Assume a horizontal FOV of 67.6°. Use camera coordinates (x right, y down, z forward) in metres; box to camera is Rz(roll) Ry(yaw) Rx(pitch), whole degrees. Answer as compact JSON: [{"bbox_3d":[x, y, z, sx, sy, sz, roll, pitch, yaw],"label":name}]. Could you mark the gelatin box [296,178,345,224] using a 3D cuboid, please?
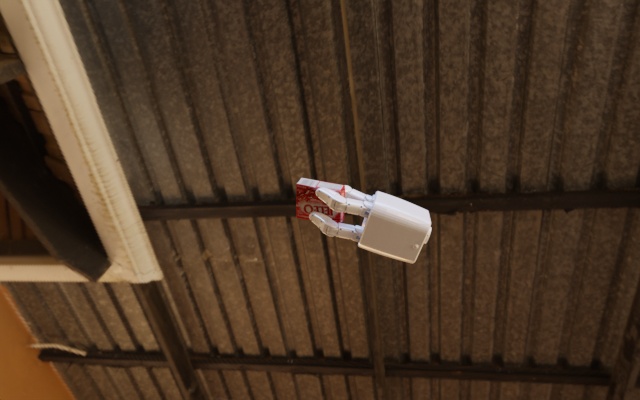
[{"bbox_3d":[0.000,0.003,0.879,0.089,0.073,0.030,11,31,16],"label":"gelatin box"}]
